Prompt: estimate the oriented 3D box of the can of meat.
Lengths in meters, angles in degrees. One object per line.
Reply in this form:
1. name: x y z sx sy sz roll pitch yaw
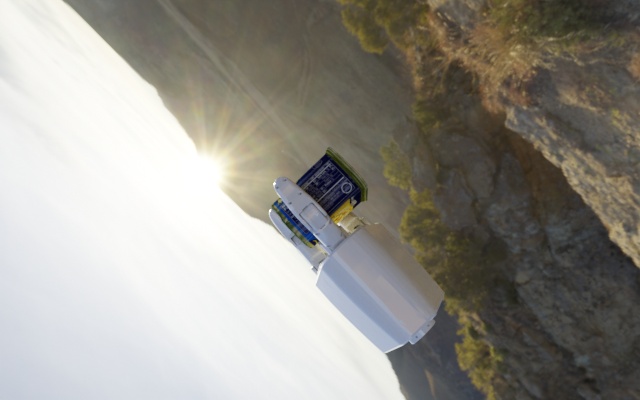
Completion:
1. can of meat: 0.000 0.002 0.498 0.084 0.057 0.102 -44 -11 -3
